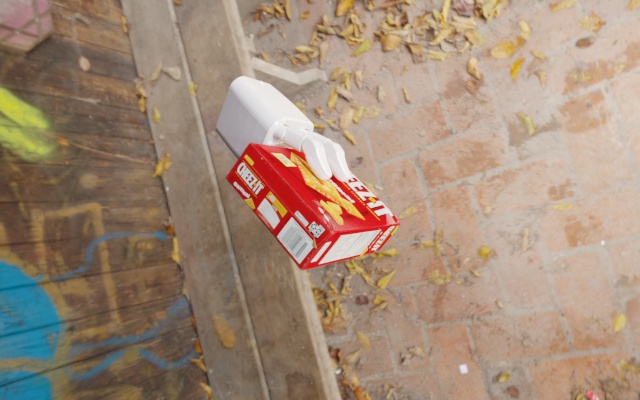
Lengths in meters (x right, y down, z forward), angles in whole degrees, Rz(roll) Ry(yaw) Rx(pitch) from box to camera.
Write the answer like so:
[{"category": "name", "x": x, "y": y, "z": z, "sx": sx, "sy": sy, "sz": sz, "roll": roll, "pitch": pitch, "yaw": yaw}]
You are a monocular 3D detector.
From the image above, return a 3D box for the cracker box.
[{"category": "cracker box", "x": 0.000, "y": 0.002, "z": 0.661, "sx": 0.164, "sy": 0.072, "sz": 0.213, "roll": 48, "pitch": 23, "yaw": 22}]
